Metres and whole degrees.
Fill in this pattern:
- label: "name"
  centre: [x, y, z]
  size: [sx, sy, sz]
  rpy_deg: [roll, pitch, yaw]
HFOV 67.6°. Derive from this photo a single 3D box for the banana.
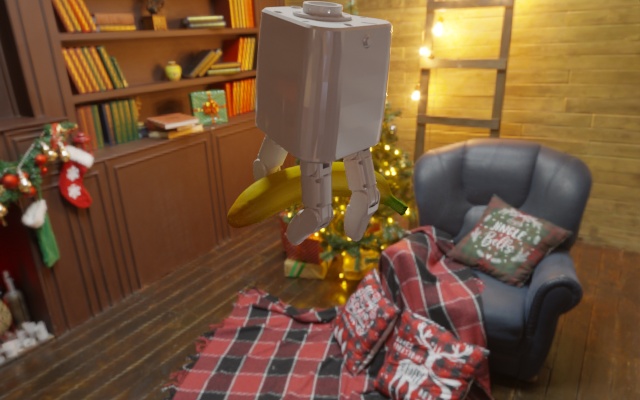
- label: "banana"
  centre: [-0.004, -0.010, 0.486]
  size: [0.198, 0.037, 0.069]
  rpy_deg: [-5, 40, -25]
